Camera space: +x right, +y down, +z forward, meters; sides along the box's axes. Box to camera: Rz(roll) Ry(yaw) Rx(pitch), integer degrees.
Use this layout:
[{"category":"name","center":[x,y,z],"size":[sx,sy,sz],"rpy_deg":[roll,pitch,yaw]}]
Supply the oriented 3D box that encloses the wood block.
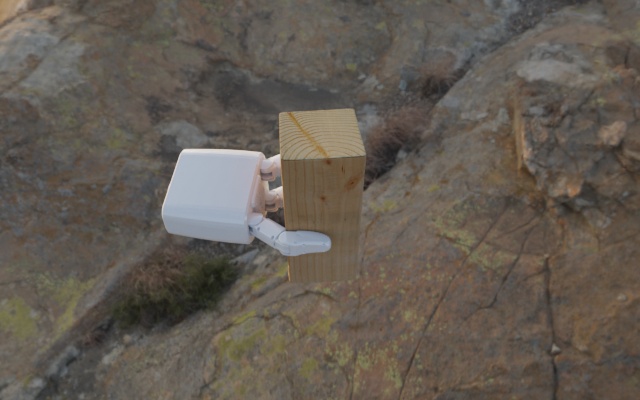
[{"category":"wood block","center":[0.000,0.002,0.586],"size":[0.090,0.206,0.090],"rpy_deg":[-3,44,-3]}]
